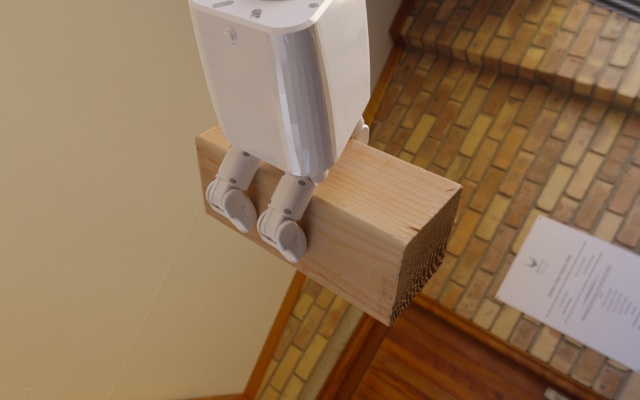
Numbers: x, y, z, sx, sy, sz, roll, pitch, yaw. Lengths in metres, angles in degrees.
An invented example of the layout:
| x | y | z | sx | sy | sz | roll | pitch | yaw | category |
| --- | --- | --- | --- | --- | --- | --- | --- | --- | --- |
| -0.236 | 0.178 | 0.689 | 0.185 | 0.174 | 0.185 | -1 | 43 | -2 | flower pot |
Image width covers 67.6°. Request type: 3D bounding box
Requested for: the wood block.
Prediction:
| x | y | z | sx | sy | sz | roll | pitch | yaw | category |
| --- | --- | --- | --- | --- | --- | --- | --- | --- | --- |
| 0.000 | 0.001 | 0.409 | 0.206 | 0.090 | 0.090 | 28 | 45 | 28 | wood block |
